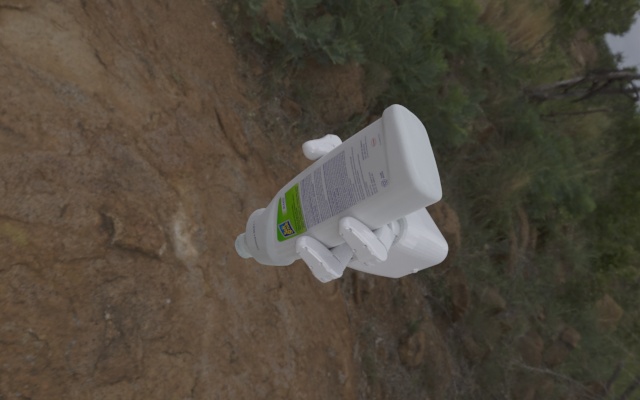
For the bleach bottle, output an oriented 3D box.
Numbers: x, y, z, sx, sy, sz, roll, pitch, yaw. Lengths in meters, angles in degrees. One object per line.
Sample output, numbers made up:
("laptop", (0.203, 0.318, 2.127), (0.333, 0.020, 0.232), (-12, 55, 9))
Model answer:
("bleach bottle", (0.000, 0.002, 0.516), (0.251, 0.102, 0.068), (-27, -32, 33))
